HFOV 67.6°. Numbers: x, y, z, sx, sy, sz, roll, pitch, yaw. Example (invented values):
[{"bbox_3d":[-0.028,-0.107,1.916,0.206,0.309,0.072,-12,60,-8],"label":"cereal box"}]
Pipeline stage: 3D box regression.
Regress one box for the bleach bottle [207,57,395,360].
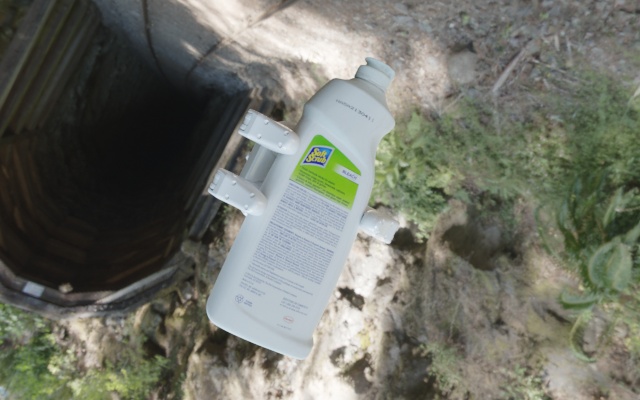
[{"bbox_3d":[0.000,0.001,0.410,0.102,0.251,0.068,27,3,-15],"label":"bleach bottle"}]
